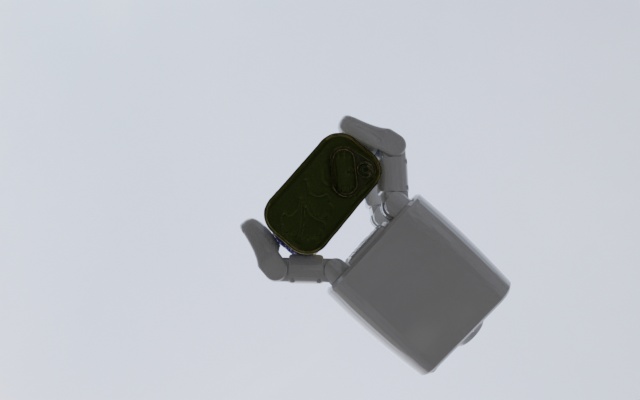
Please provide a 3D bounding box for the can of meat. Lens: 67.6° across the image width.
[{"bbox_3d":[0.000,0.001,0.417,0.057,0.102,0.084,39,-11,5],"label":"can of meat"}]
